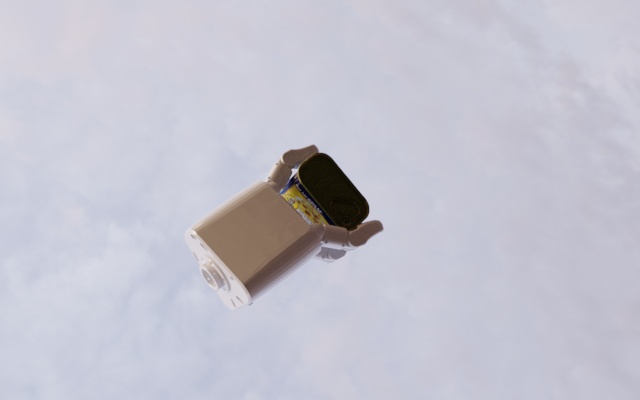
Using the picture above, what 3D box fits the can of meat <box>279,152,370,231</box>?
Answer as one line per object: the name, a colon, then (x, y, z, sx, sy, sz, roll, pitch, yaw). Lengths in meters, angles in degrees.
can of meat: (0.000, 0.002, 0.610, 0.057, 0.102, 0.084, -41, 1, -32)
